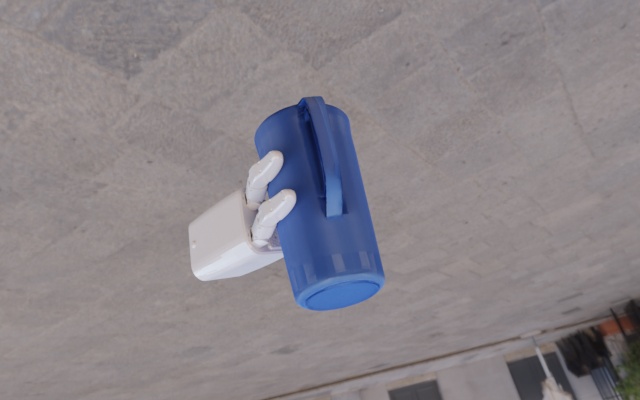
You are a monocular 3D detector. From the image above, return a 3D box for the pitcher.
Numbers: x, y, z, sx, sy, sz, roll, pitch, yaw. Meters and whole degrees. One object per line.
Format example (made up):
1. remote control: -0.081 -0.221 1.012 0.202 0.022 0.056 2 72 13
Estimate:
1. pitcher: 0.000 0.002 0.594 0.145 0.242 0.149 -29 -31 26
